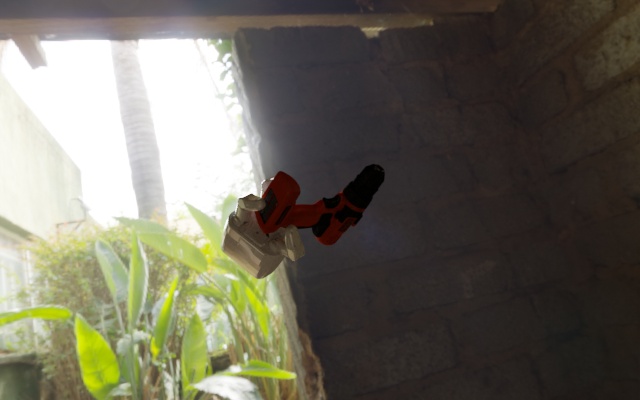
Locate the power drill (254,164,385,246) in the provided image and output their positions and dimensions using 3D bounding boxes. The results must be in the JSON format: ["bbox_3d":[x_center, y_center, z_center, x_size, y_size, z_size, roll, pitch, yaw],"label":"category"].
[{"bbox_3d":[0.000,0.003,0.792,0.188,0.184,0.057,9,39,-39],"label":"power drill"}]
